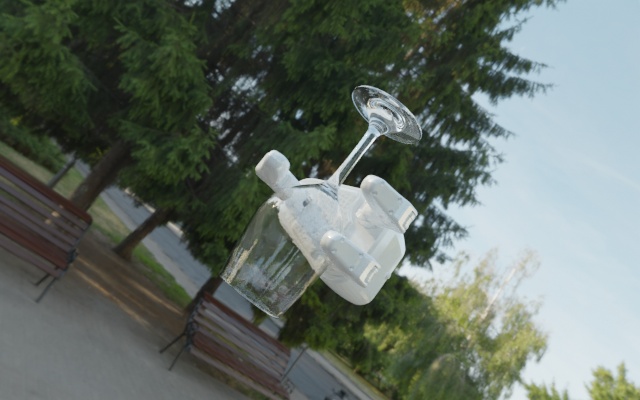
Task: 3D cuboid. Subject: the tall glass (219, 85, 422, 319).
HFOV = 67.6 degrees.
[{"bbox_3d":[0.000,0.001,0.410,0.079,0.201,0.079,36,-11,8],"label":"tall glass"}]
